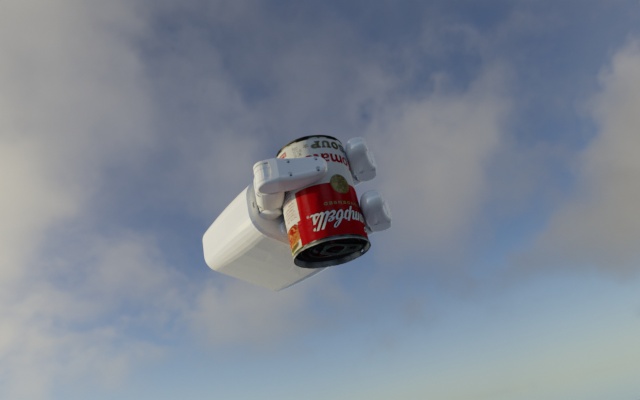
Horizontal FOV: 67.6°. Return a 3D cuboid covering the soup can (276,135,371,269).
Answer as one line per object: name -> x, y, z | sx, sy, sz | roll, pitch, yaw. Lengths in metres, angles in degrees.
soup can -> 0.000, 0.001, 0.428 | 0.068, 0.102, 0.068 | -10, -26, -5
